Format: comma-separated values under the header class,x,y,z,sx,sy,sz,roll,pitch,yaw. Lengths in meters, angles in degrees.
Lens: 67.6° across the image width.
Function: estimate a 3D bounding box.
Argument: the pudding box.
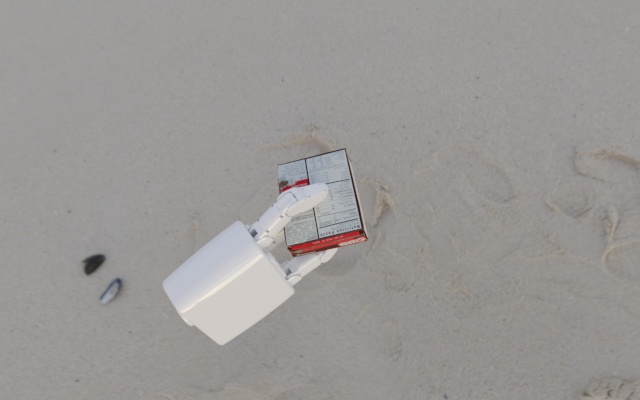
class,x,y,z,sx,sy,sz,roll,pitch,yaw
pudding box,0.000,0.002,0.553,0.090,0.113,0.039,-13,-27,6
